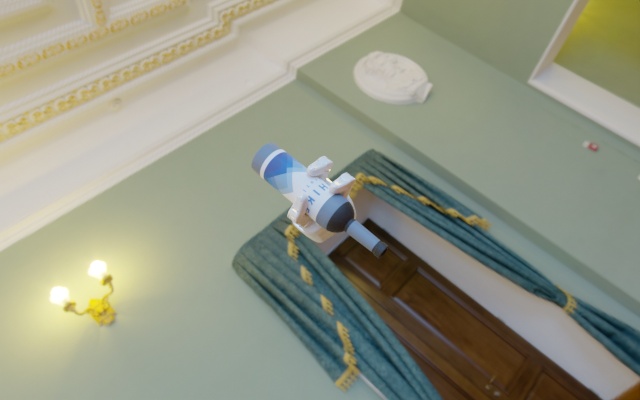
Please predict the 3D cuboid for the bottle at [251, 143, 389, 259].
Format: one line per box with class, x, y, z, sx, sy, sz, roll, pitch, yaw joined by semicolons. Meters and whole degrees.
bottle;0.000;0.003;0.863;0.295;0.069;0.069;38;15;20
